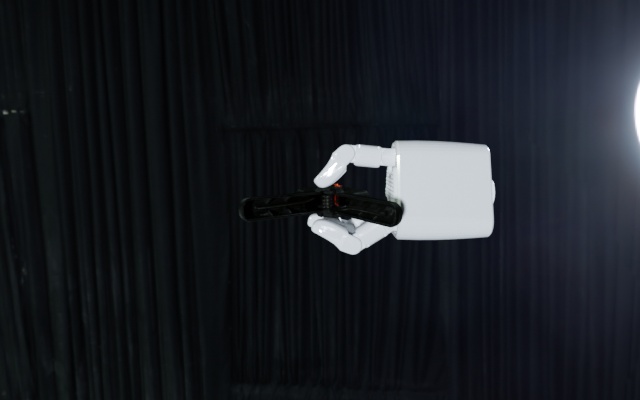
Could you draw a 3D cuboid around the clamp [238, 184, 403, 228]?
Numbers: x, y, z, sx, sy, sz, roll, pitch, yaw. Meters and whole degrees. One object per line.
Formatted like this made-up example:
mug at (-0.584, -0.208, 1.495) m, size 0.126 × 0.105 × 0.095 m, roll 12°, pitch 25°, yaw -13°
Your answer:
clamp at (0.000, 0.001, 0.561) m, size 0.164 × 0.036 × 0.210 m, roll 2°, pitch 7°, yaw 1°
